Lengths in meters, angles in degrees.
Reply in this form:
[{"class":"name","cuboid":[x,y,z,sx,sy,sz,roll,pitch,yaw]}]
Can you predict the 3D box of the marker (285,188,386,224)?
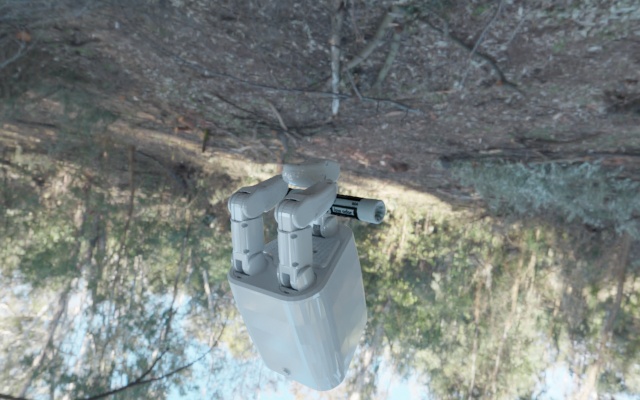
[{"class":"marker","cuboid":[0.000,0.001,0.408,0.121,0.020,0.020,9,6,39]}]
